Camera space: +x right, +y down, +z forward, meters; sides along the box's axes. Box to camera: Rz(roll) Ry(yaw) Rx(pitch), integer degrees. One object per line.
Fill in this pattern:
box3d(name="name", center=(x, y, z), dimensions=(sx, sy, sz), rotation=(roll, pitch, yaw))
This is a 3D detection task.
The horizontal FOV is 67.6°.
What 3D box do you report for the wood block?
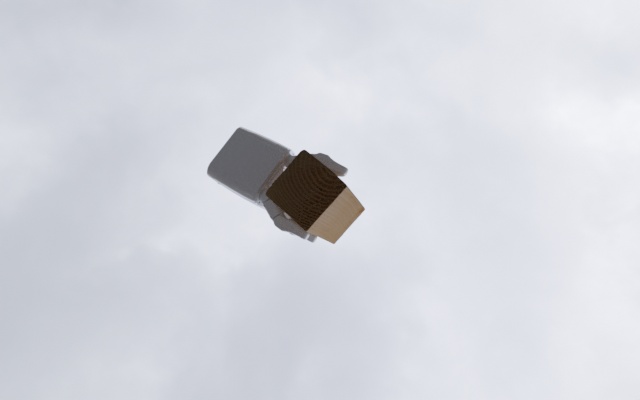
box3d(name="wood block", center=(0.000, 0.002, 0.783), dimensions=(0.090, 0.091, 0.206), rotation=(41, 1, 16))
